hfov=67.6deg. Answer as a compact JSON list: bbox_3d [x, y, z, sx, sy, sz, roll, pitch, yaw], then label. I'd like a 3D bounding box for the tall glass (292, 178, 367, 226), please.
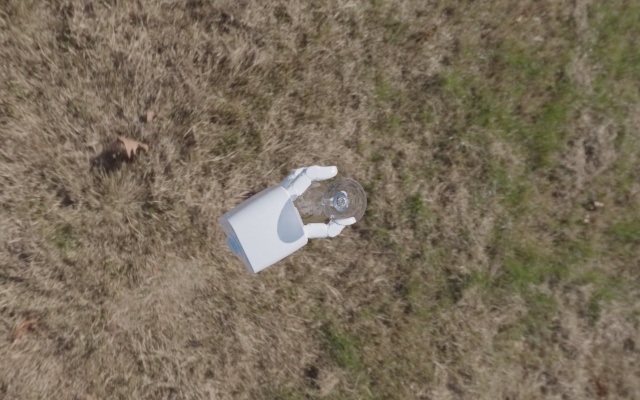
[{"bbox_3d":[0.001,0.003,0.831,0.079,0.079,0.201,0,0,-22],"label":"tall glass"}]
